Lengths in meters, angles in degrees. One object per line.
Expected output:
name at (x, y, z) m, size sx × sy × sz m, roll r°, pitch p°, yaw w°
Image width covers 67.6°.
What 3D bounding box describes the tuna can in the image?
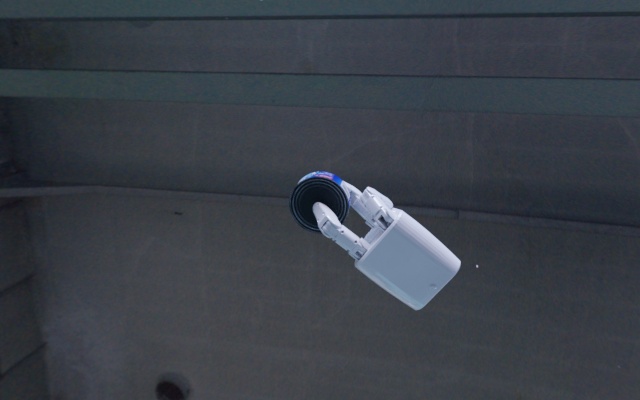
tuna can at (0.000, 0.002, 0.685) m, size 0.086 × 0.086 × 0.033 m, roll 0°, pitch 19°, yaw 10°
